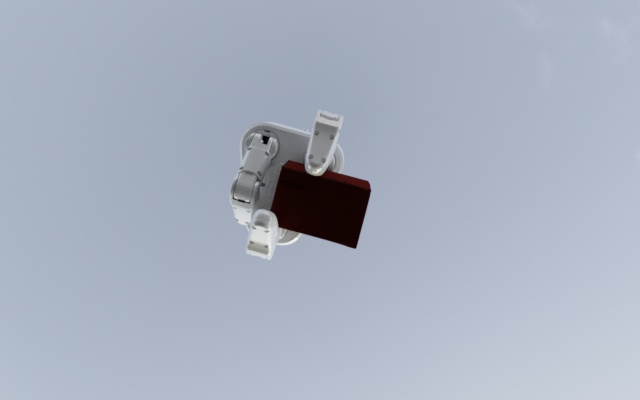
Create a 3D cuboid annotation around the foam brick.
[{"bbox_3d":[0.000,0.002,0.410,0.078,0.053,0.051,16,11,1],"label":"foam brick"}]
